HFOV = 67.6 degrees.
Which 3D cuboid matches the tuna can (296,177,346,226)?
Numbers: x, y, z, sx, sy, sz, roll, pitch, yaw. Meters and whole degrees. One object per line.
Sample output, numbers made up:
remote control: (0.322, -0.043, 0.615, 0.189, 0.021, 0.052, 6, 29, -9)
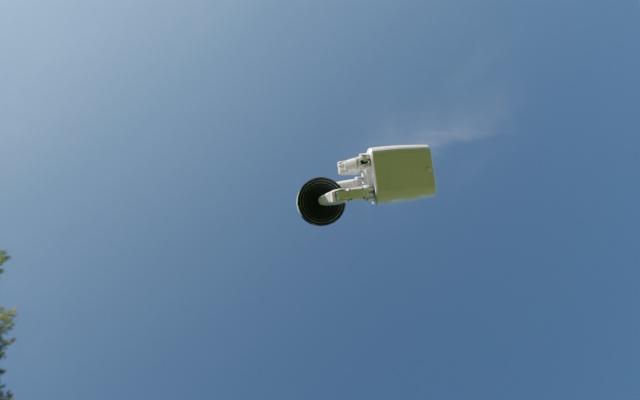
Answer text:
tuna can: (0.000, 0.003, 0.848, 0.086, 0.086, 0.034, 0, -5, -8)
